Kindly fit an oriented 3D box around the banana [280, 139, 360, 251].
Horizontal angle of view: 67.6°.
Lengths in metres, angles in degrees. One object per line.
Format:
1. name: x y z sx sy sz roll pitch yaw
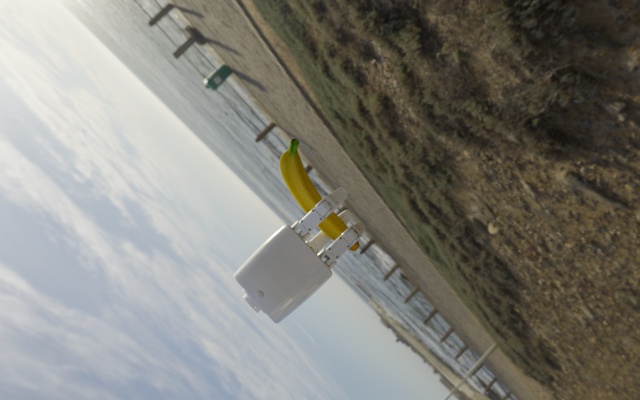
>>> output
1. banana: -0.010 -0.001 0.730 0.037 0.198 0.069 -39 18 -19
